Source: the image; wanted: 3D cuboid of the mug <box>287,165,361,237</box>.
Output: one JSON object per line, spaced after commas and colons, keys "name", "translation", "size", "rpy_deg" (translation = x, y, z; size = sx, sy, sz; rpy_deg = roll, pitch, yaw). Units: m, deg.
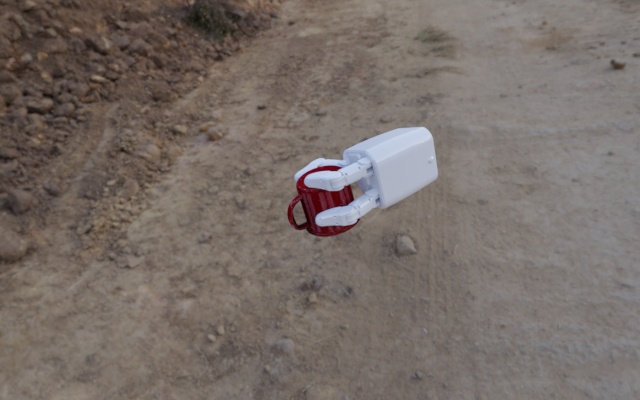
{"name": "mug", "translation": [-0.001, 0.003, 0.744], "size": [0.117, 0.081, 0.093], "rpy_deg": [-27, 30, -17]}
